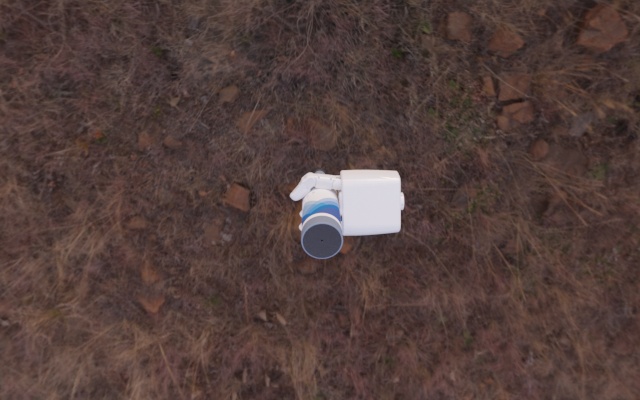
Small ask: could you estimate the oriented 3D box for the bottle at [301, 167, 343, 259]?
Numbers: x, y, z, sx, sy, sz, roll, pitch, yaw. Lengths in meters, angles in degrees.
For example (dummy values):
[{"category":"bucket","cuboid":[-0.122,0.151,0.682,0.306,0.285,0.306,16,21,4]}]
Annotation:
[{"category":"bottle","cuboid":[0.000,0.003,0.886,0.069,0.069,0.295,0,25,-1]}]
